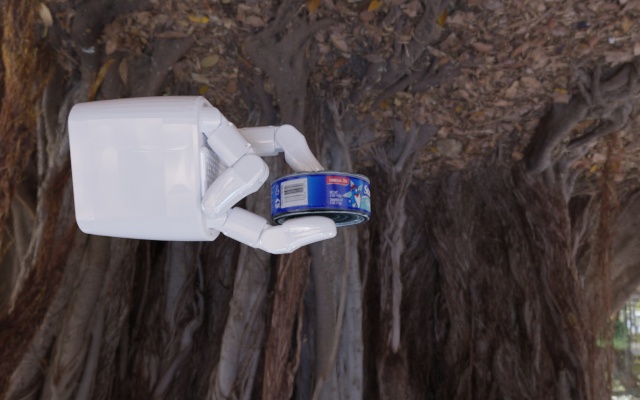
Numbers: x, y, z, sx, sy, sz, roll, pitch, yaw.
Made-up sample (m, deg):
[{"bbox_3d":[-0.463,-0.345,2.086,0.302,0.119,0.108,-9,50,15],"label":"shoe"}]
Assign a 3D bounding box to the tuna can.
[{"bbox_3d":[0.000,0.002,0.409,0.086,0.033,0.086,-1,-12,0],"label":"tuna can"}]
